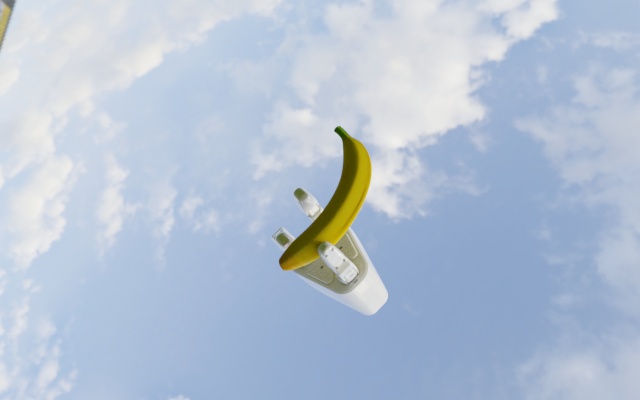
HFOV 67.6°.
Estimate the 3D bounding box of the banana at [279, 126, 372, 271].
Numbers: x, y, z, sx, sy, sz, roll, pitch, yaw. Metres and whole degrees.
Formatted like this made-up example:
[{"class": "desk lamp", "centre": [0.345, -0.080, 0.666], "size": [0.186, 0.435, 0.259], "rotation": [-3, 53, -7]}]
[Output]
[{"class": "banana", "centre": [0.017, 0.002, 0.578], "size": [0.069, 0.197, 0.037], "rotation": [13, -21, 30]}]
